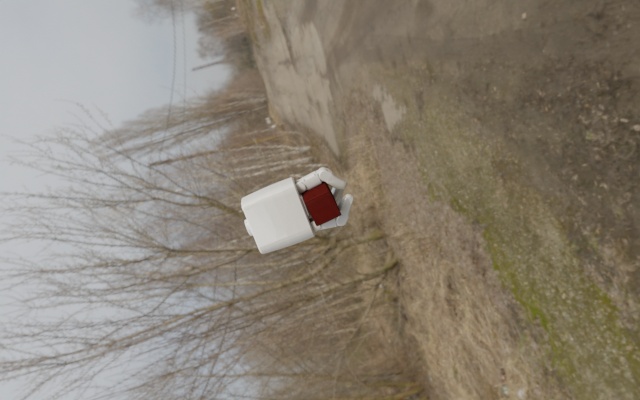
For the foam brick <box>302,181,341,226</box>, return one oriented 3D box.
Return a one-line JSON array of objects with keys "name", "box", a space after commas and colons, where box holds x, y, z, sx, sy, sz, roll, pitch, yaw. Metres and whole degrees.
[{"name": "foam brick", "box": [0.000, 0.003, 0.874, 0.051, 0.053, 0.078, -25, 21, 1]}]
